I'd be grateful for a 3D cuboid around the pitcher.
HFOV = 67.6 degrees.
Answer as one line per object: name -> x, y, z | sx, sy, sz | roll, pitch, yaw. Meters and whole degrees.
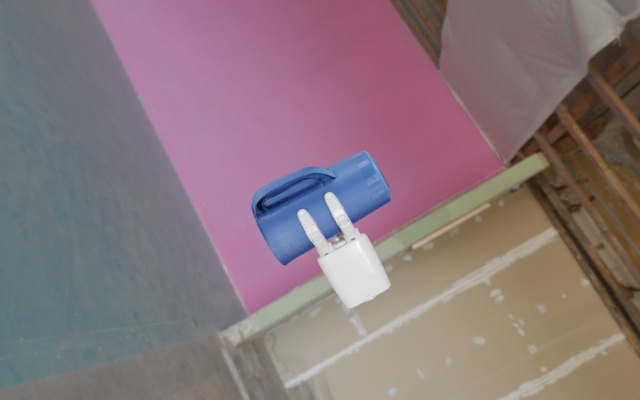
pitcher -> 0.000, 0.003, 0.877 | 0.243, 0.145, 0.149 | -29, 2, 2
